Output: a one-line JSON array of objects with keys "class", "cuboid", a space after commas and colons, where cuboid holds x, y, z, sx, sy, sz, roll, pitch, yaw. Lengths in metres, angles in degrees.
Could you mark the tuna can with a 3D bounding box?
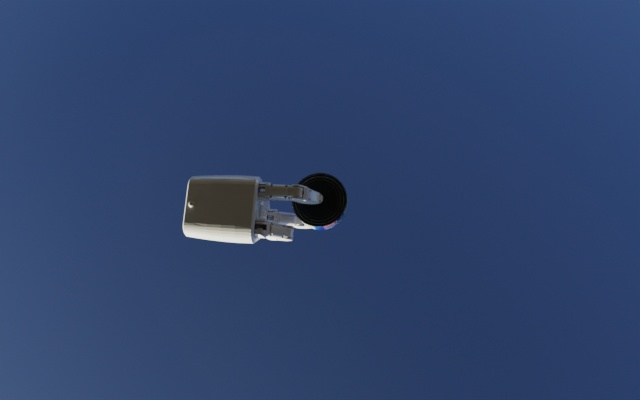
[{"class": "tuna can", "cuboid": [0.000, 0.003, 0.746, 0.086, 0.086, 0.034, 0, -14, 8]}]
